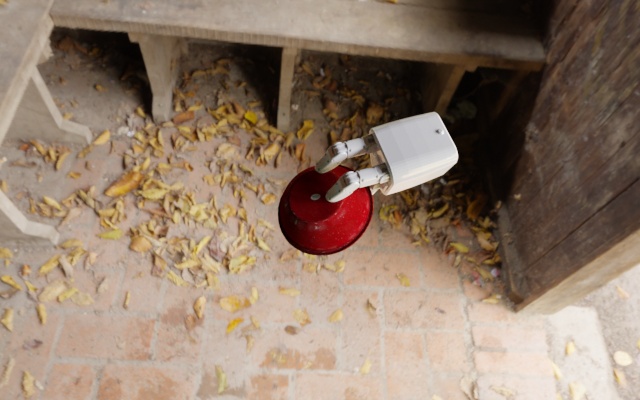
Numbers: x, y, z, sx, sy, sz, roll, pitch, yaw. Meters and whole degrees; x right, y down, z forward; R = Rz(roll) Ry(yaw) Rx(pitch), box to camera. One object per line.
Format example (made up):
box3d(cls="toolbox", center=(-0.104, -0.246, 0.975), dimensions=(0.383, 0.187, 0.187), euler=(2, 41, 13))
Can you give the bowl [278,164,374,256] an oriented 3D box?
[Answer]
box3d(cls="bowl", center=(-0.001, 0.003, 0.754), dimensions=(0.162, 0.162, 0.055), euler=(0, -23, 17))
